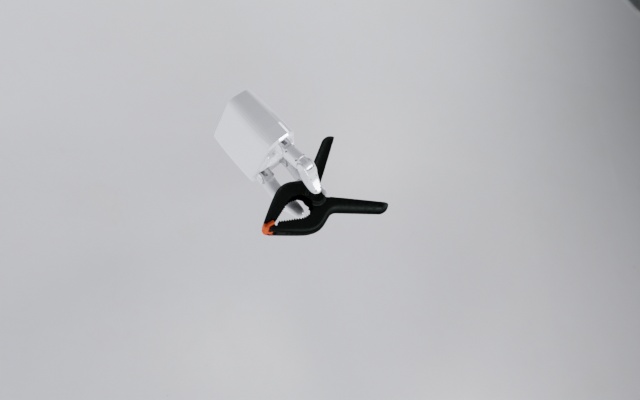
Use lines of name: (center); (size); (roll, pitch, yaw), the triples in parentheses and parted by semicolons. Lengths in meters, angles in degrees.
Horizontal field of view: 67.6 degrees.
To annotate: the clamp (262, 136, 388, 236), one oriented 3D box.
clamp: (0.000, 0.002, 0.777); (0.210, 0.164, 0.036); (-39, -11, -27)
